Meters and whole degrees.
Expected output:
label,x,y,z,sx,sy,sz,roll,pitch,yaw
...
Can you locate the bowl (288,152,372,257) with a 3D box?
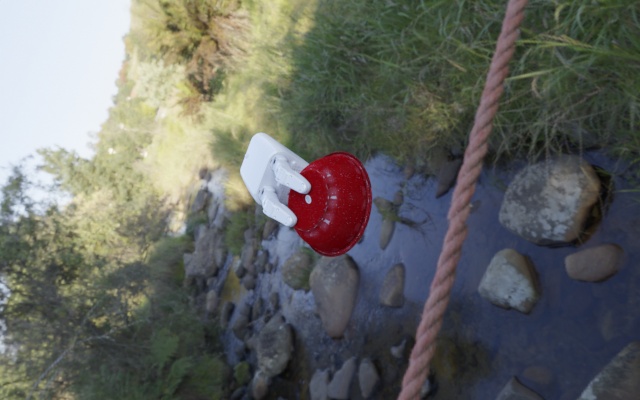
label,x,y,z,sx,sy,sz,roll,pitch,yaw
bowl,0.001,0.003,0.709,0.055,0.162,0.162,9,-6,-41
